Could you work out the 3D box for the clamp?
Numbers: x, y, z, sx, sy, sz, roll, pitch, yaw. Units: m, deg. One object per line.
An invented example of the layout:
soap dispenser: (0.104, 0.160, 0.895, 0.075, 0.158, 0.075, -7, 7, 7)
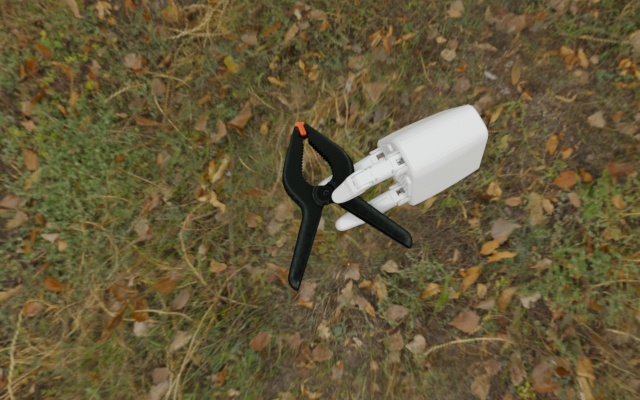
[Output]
clamp: (0.000, 0.001, 0.612, 0.164, 0.210, 0.036, -27, -8, -6)
